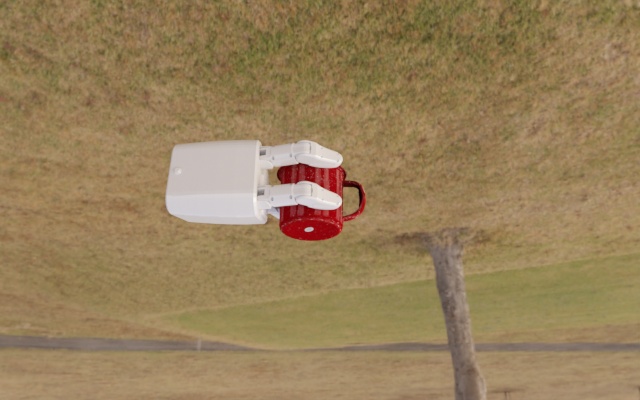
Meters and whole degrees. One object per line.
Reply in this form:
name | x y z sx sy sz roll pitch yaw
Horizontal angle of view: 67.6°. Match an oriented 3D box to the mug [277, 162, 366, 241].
mug | 0.002 0.002 0.619 0.117 0.081 0.093 -1 -25 3
